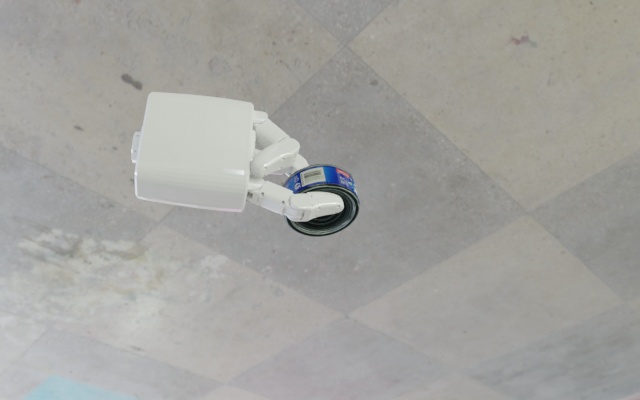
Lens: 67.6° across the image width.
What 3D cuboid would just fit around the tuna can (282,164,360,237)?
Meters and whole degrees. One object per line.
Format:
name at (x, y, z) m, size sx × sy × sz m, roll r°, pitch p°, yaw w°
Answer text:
tuna can at (0.000, 0.002, 0.532) m, size 0.086 × 0.033 × 0.086 m, roll -6°, pitch -43°, yaw -5°
